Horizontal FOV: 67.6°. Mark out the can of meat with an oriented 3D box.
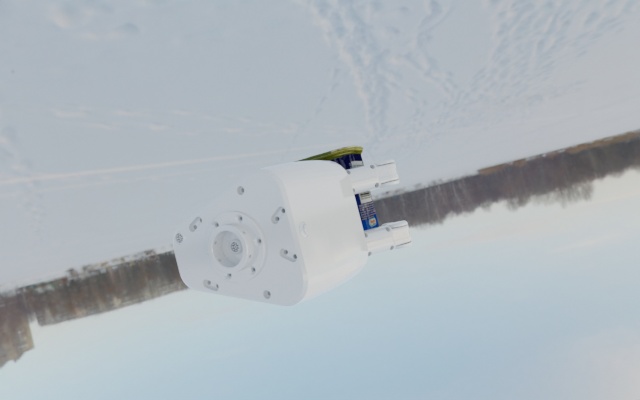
[{"bbox_3d":[0.000,0.002,0.460,0.102,0.084,0.057,-15,-1,23],"label":"can of meat"}]
